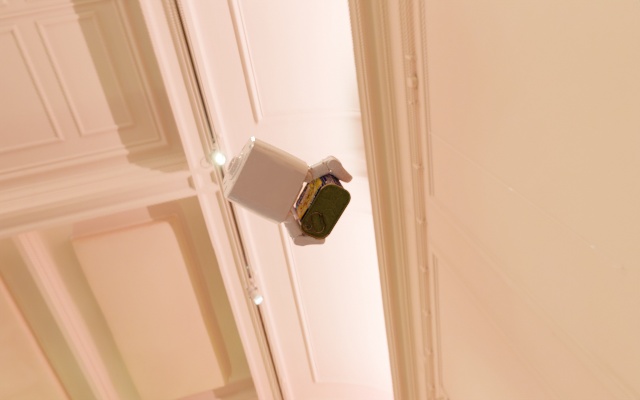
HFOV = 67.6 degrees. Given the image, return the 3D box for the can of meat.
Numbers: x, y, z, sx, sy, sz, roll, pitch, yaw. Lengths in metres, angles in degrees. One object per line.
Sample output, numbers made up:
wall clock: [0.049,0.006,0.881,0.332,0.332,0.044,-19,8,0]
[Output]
can of meat: [0.000,0.003,0.831,0.057,0.102,0.084,24,18,-22]
